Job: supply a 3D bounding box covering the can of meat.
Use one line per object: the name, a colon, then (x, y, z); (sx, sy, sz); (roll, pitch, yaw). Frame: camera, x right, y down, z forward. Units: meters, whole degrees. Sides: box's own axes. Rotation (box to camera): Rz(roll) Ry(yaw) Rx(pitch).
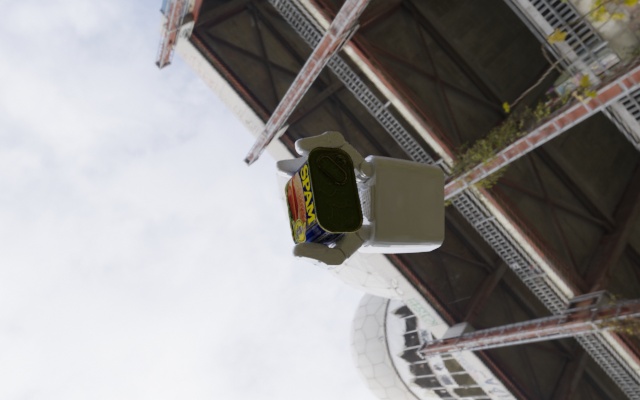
can of meat: (0.000, 0.002, 0.558); (0.057, 0.102, 0.084); (1, -22, -26)
